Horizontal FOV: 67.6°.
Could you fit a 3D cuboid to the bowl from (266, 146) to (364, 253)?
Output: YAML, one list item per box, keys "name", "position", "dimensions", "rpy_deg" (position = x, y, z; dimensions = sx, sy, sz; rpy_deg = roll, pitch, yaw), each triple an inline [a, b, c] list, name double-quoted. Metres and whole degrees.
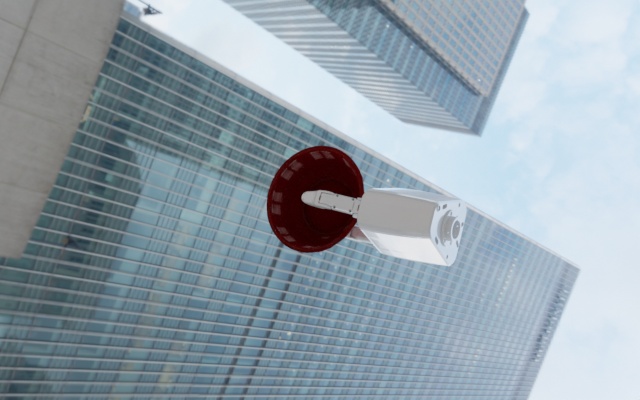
- name: "bowl"
  position: [-0.001, 0.002, 0.720]
  dimensions: [0.162, 0.162, 0.055]
  rpy_deg: [0, -13, 27]
